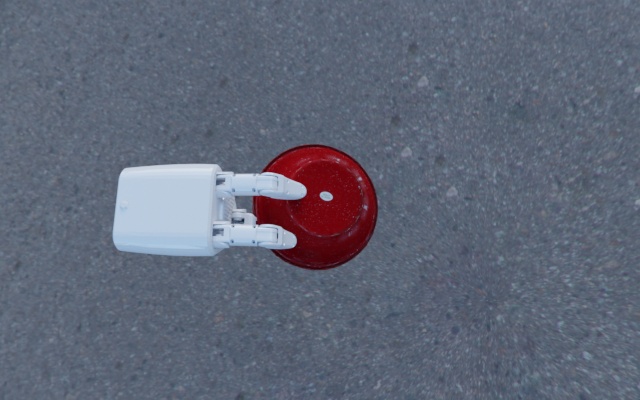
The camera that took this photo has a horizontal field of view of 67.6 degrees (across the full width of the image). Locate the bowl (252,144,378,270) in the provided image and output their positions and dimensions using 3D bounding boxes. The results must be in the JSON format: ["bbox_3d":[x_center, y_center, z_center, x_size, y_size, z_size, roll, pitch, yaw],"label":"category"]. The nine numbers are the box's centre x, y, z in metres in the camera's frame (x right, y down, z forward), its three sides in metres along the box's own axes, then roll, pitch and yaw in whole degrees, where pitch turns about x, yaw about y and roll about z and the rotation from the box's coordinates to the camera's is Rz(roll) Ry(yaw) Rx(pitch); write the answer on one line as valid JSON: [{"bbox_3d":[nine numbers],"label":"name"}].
[{"bbox_3d":[0.001,0.002,0.578,0.162,0.162,0.055,0,-11,-12],"label":"bowl"}]
